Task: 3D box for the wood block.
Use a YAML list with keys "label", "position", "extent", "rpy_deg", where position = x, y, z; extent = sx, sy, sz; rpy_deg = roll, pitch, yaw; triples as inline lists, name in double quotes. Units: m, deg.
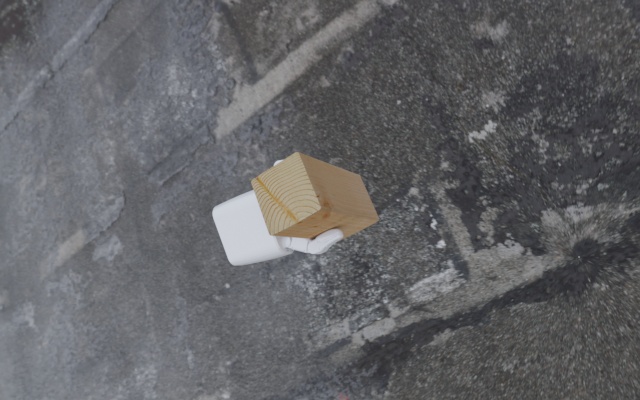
- label: "wood block"
  position: [0.000, 0.003, 0.739]
  extent: [0.090, 0.090, 0.206]
  rpy_deg: [-29, -19, 23]
